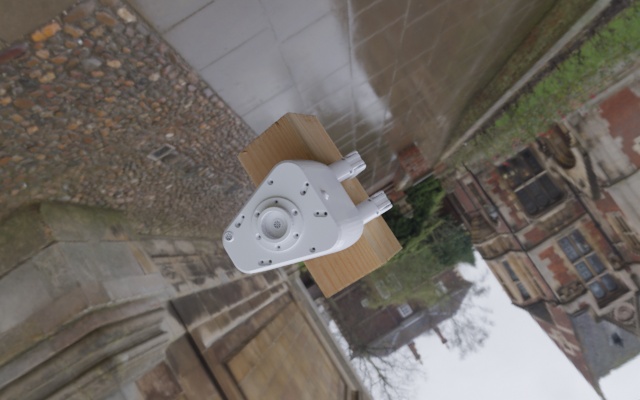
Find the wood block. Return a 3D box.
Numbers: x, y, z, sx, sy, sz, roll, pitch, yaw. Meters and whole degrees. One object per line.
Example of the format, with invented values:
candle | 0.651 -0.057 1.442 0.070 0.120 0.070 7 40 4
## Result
wood block | 0.000 0.002 0.596 0.091 0.206 0.090 -35 -7 23
